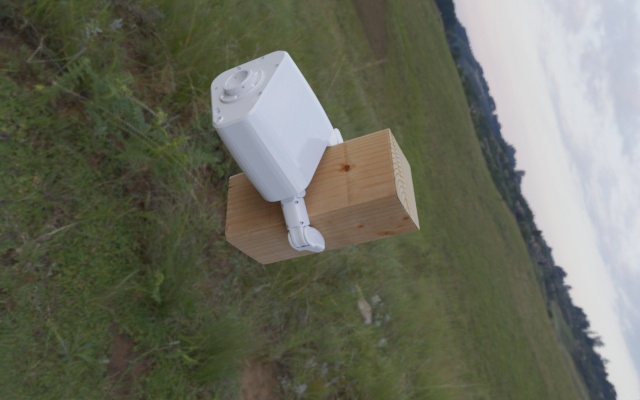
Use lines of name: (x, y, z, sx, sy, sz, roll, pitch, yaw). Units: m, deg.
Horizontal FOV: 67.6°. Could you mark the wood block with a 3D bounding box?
wood block: (0.000, 0.002, 0.566, 0.206, 0.090, 0.090, -15, -32, 21)
